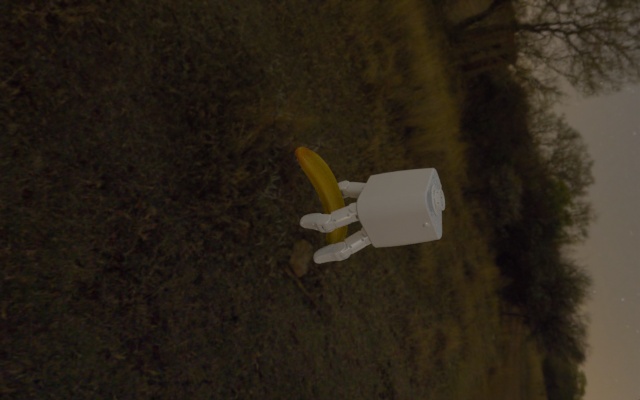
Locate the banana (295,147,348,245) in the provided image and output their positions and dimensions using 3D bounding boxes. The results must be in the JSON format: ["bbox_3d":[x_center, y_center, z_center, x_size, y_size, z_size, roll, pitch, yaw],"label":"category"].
[{"bbox_3d":[0.009,-0.002,0.775,0.037,0.198,0.069,-4,22,31],"label":"banana"}]
